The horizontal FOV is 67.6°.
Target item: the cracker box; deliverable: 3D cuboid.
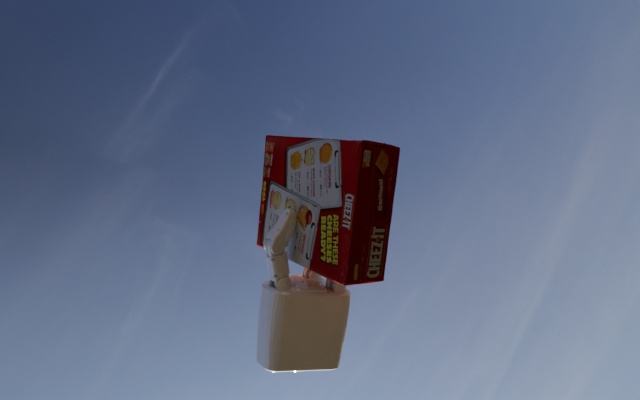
[{"bbox_3d":[0.000,0.002,0.623,0.072,0.164,0.213,2,7,-36],"label":"cracker box"}]
